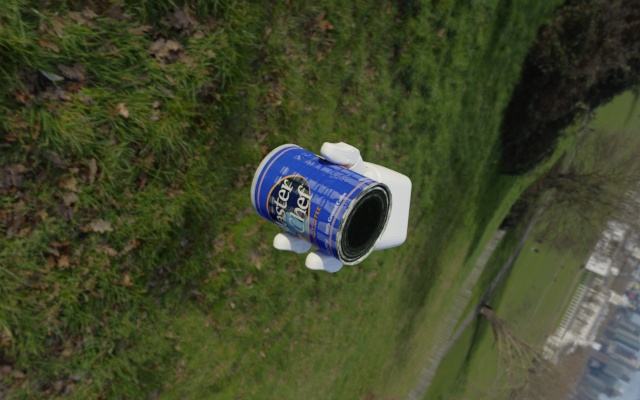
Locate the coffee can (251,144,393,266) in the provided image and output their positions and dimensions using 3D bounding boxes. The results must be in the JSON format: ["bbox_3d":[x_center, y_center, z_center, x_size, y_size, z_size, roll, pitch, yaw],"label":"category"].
[{"bbox_3d":[0.000,0.002,0.577,0.140,0.103,0.103,27,15,33],"label":"coffee can"}]
